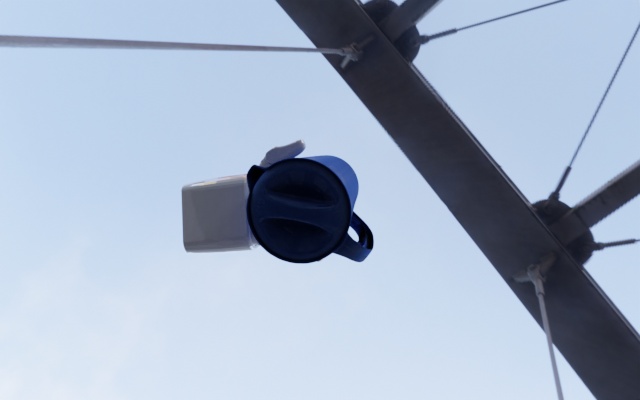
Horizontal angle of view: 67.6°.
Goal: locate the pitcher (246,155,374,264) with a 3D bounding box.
[{"bbox_3d":[0.000,0.002,0.695,0.145,0.149,0.243,-9,8,12],"label":"pitcher"}]
